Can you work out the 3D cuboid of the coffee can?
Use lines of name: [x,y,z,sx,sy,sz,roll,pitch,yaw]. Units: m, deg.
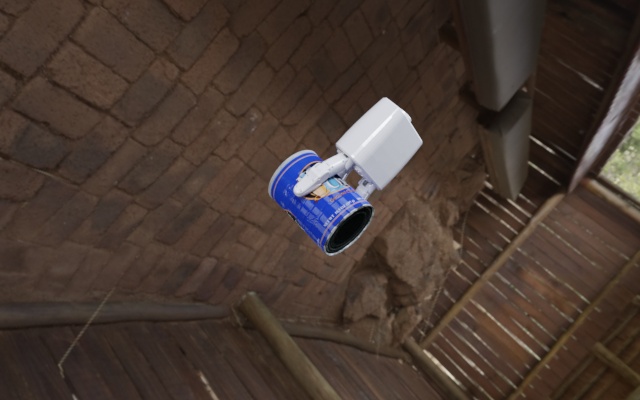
coffee can: [0.000,0.002,0.753,0.140,0.103,0.103,44,22,25]
